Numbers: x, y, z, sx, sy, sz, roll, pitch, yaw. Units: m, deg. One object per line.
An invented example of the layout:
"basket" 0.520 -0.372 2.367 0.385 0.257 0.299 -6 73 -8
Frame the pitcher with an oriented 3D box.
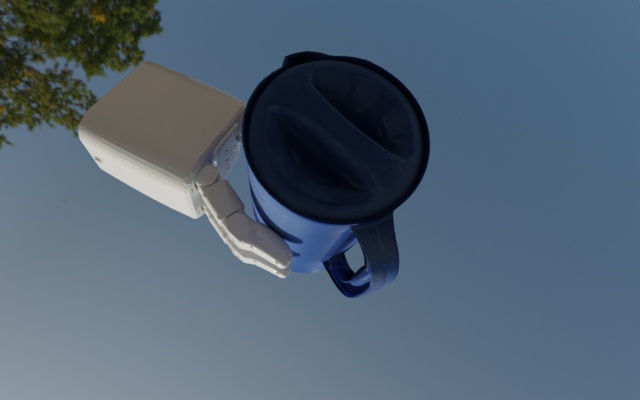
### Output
"pitcher" 0.000 0.001 0.434 0.145 0.149 0.243 24 -21 1
